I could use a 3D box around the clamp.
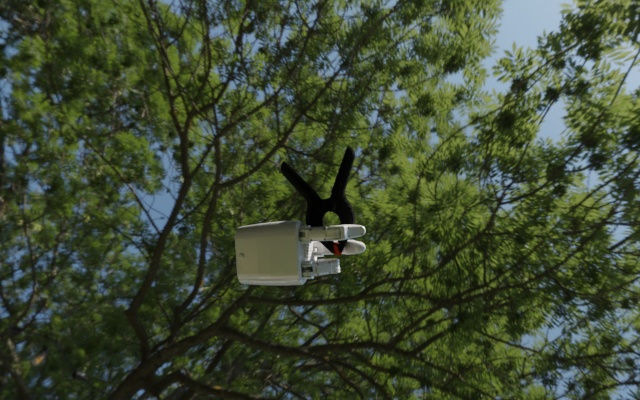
[{"bbox_3d":[0.000,0.003,0.762,0.120,0.171,0.039,-4,-2,14],"label":"clamp"}]
